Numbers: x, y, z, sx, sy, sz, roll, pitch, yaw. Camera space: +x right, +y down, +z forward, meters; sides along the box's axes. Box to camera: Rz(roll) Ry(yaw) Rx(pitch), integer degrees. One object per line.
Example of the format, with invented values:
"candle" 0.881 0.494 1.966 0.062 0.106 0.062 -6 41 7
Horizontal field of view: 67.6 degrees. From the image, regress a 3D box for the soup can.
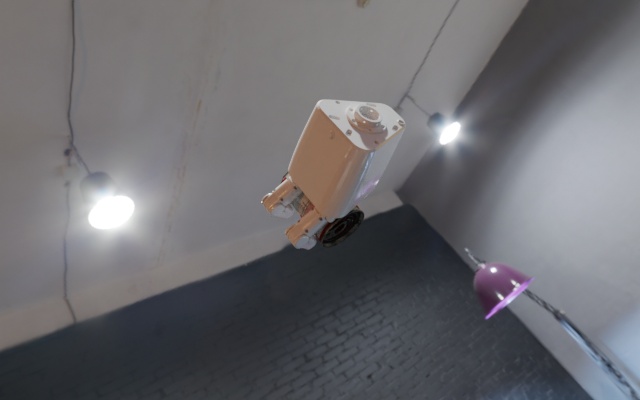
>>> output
"soup can" 0.000 0.002 0.631 0.068 0.068 0.102 0 44 -54
